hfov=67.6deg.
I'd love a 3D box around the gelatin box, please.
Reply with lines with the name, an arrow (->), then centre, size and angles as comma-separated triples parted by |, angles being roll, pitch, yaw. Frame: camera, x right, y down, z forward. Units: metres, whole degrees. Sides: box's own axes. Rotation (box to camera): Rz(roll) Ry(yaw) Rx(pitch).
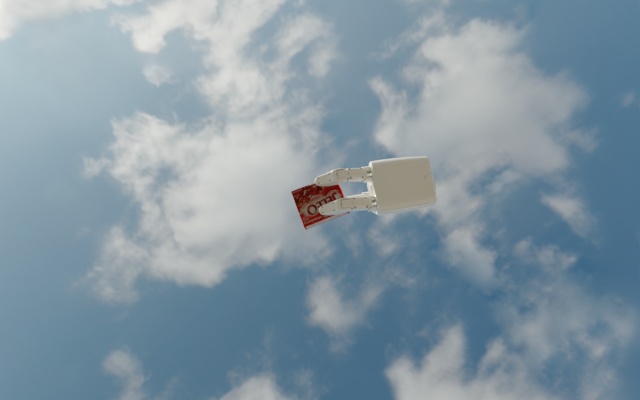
gelatin box -> 0.000, 0.003, 0.873 | 0.089, 0.073, 0.030 | -21, -16, 1
